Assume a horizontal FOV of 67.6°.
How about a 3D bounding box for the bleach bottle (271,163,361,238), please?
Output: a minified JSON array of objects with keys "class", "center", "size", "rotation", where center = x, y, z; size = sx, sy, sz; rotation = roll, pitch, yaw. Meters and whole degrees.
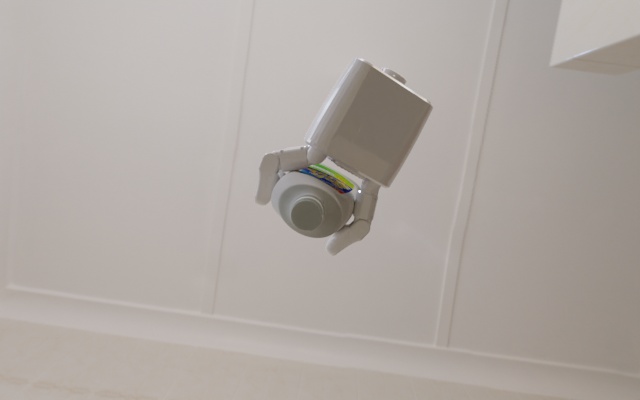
[{"class":"bleach bottle","center":[0.000,0.002,0.554],"size":[0.102,0.068,0.251],"rotation":[30,8,-2]}]
